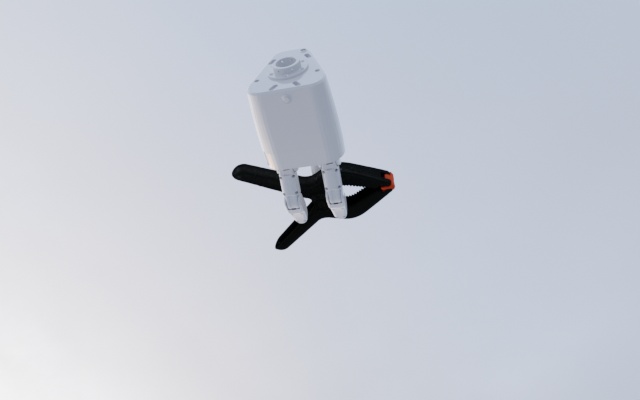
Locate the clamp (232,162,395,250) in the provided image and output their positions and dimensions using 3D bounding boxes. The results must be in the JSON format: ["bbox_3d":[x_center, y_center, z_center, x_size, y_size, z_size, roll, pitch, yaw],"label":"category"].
[{"bbox_3d":[0.001,0.001,0.669,0.210,0.165,0.036,-8,43,9],"label":"clamp"}]
